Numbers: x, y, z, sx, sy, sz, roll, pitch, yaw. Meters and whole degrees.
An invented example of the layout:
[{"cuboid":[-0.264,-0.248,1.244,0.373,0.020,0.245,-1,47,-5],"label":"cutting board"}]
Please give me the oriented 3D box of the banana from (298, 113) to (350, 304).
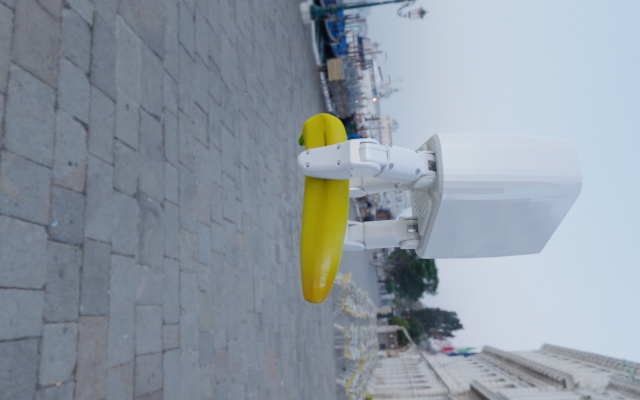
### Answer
[{"cuboid":[0.003,-0.014,0.390,0.037,0.070,0.197,5,44,-7],"label":"banana"}]
